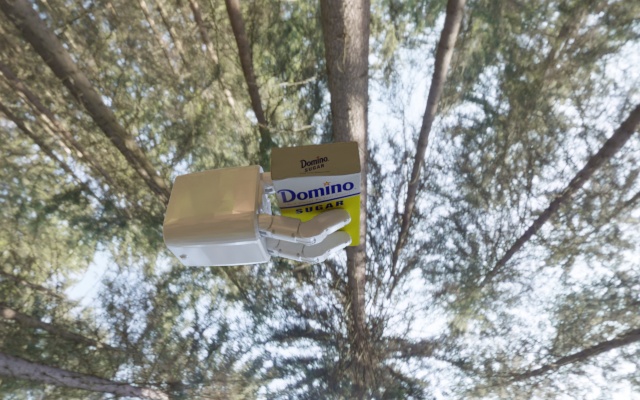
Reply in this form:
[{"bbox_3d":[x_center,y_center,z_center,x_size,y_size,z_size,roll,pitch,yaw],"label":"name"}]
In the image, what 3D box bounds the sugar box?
[{"bbox_3d":[0.000,0.002,0.556,0.093,0.048,0.176,-5,-27,2],"label":"sugar box"}]
